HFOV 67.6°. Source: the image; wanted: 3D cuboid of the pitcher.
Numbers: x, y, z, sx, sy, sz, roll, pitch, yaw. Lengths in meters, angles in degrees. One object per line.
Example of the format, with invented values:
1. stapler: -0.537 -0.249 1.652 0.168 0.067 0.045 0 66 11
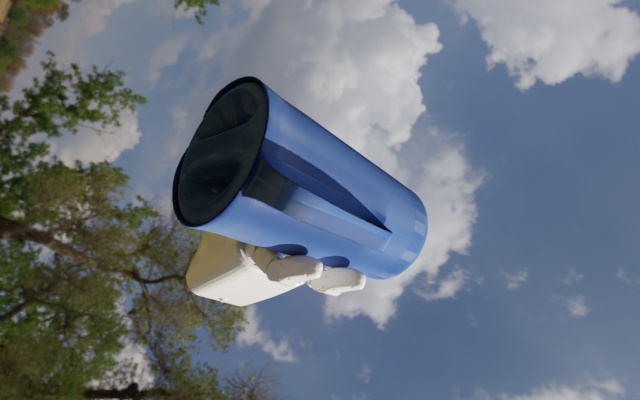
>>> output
1. pitcher: 0.000 0.002 0.452 0.243 0.149 0.145 26 -42 -38
